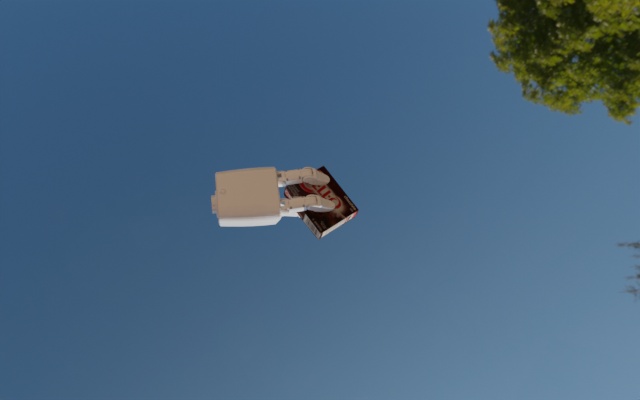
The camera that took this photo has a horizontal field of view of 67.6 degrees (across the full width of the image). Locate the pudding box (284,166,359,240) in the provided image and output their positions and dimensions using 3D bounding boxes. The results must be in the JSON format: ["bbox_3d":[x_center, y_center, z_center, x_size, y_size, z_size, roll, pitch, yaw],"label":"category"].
[{"bbox_3d":[0.000,0.003,0.876,0.090,0.113,0.039,-31,-15,-23],"label":"pudding box"}]
